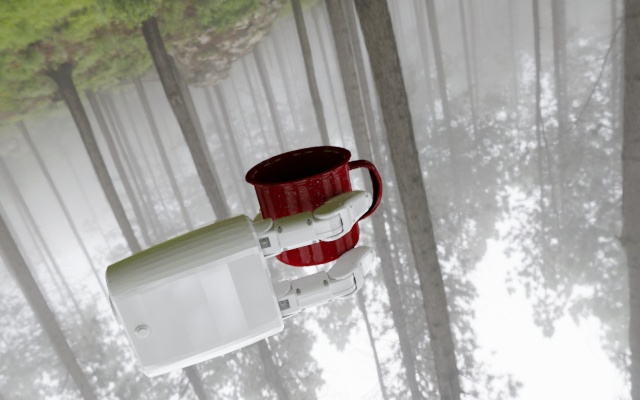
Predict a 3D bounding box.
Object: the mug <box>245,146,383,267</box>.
[{"bbox_3d":[0.001,0.001,0.425,0.117,0.081,0.093,-18,22,-12],"label":"mug"}]
